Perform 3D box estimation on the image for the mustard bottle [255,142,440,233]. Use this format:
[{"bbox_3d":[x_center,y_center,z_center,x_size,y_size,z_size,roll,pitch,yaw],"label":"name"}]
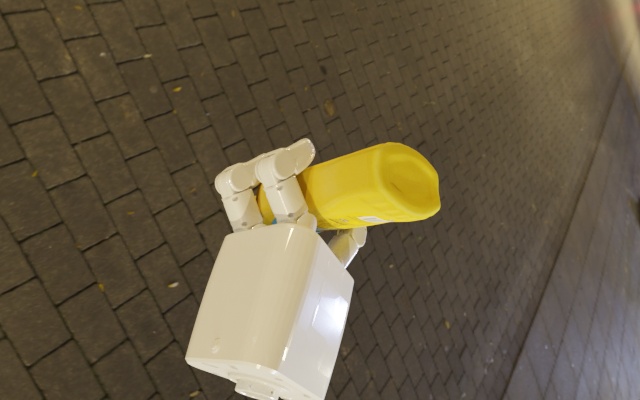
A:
[{"bbox_3d":[0.000,0.001,0.423,0.191,0.058,0.096,-13,-16,40],"label":"mustard bottle"}]
